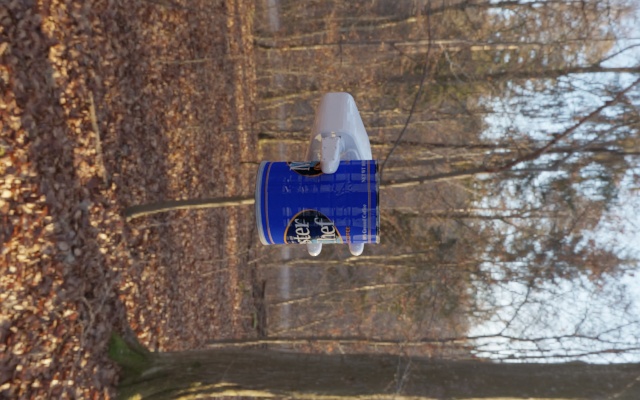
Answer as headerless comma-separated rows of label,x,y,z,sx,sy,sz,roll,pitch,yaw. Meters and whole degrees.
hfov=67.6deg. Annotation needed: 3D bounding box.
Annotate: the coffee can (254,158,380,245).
coffee can,0.000,0.002,0.578,0.140,0.103,0.103,-1,0,6
